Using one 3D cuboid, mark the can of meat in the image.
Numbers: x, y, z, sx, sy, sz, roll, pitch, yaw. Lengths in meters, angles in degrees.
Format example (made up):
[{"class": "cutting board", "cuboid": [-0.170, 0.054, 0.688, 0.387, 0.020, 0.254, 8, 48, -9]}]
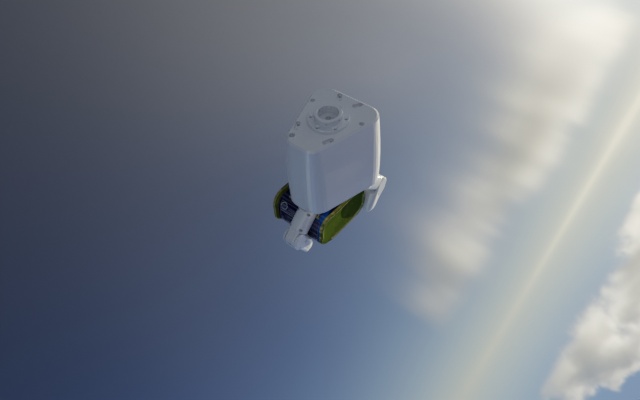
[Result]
[{"class": "can of meat", "cuboid": [0.000, 0.002, 0.659, 0.084, 0.057, 0.102, 31, 56, 25]}]
